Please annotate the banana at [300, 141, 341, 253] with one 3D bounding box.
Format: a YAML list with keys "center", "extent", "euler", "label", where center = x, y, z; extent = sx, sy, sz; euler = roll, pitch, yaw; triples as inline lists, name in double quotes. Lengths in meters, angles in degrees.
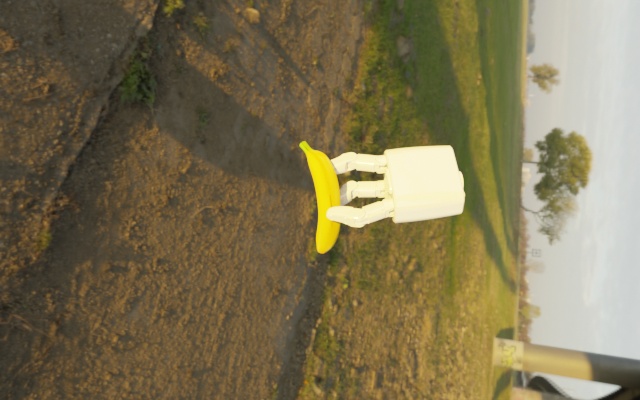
- center: [0.007, 0.005, 0.762]
  extent: [0.037, 0.198, 0.069]
  euler: [-15, 22, -20]
  label: "banana"
